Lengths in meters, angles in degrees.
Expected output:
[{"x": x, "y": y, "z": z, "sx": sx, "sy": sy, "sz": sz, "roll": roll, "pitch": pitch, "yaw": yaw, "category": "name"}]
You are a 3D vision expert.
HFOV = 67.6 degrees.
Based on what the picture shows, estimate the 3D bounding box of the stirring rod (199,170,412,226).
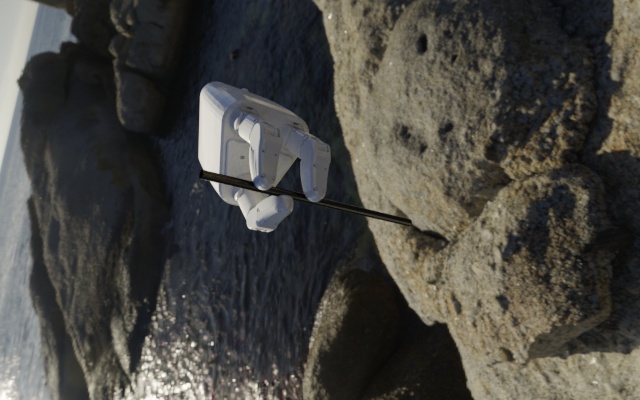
[{"x": 0.000, "y": 0.002, "z": 0.456, "sx": 0.239, "sy": 0.011, "sz": 0.011, "roll": 13, "pitch": -8, "yaw": -34, "category": "stirring rod"}]
